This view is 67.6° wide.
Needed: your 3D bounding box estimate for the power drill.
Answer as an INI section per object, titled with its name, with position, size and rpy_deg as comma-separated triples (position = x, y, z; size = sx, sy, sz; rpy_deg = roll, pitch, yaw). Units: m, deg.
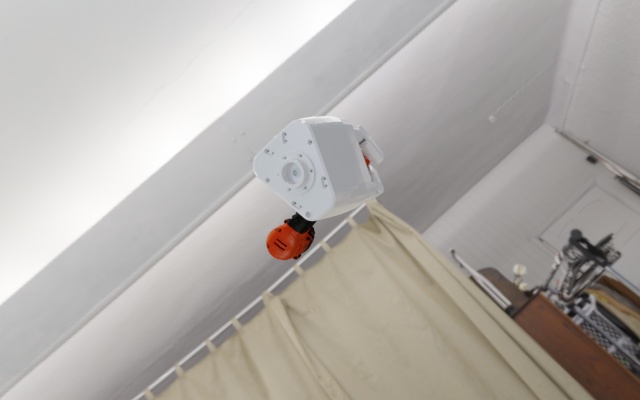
[power drill]
position = 0.000, 0.002, 0.710
size = 0.057, 0.187, 0.184
rpy_deg = 34, 6, 5
